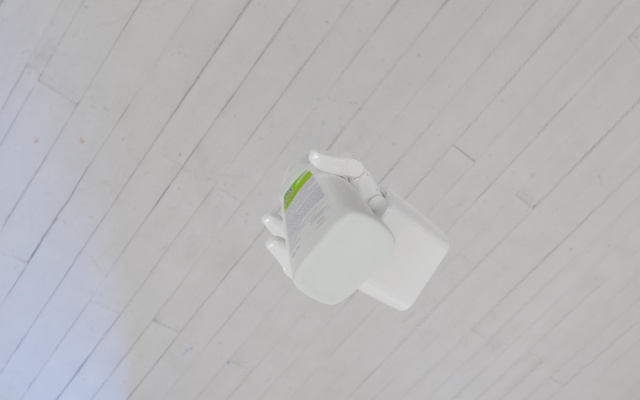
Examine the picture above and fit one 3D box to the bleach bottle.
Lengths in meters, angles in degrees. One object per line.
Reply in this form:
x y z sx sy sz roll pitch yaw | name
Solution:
0.000 0.002 0.541 0.068 0.102 0.250 35 16 -24 | bleach bottle
